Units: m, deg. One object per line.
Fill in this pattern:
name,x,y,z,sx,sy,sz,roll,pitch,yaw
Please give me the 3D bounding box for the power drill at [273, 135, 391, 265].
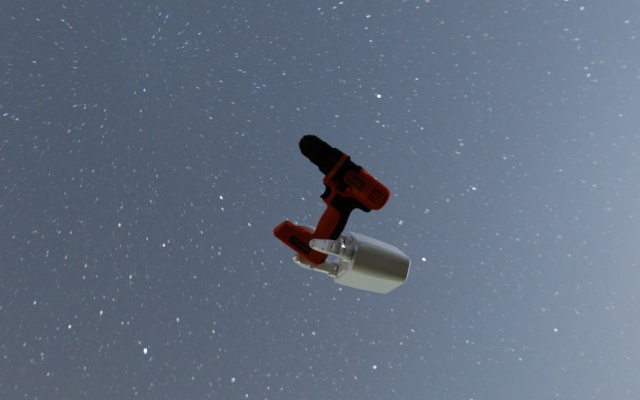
power drill,0.000,0.003,0.832,0.184,0.188,0.057,37,9,0
